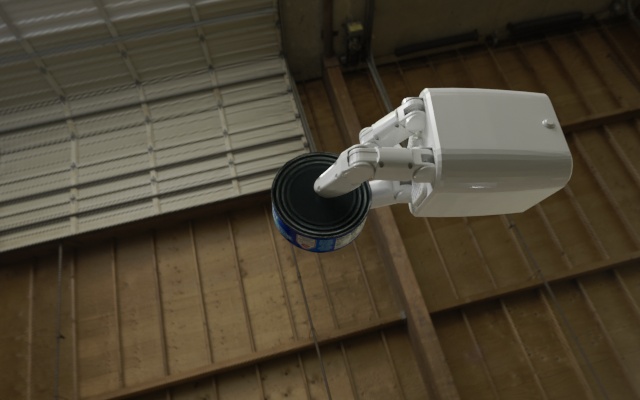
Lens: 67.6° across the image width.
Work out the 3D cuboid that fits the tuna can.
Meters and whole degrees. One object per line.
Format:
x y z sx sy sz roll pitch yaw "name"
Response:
0.000 0.002 0.417 0.086 0.086 0.034 0 -30 -5 "tuna can"
